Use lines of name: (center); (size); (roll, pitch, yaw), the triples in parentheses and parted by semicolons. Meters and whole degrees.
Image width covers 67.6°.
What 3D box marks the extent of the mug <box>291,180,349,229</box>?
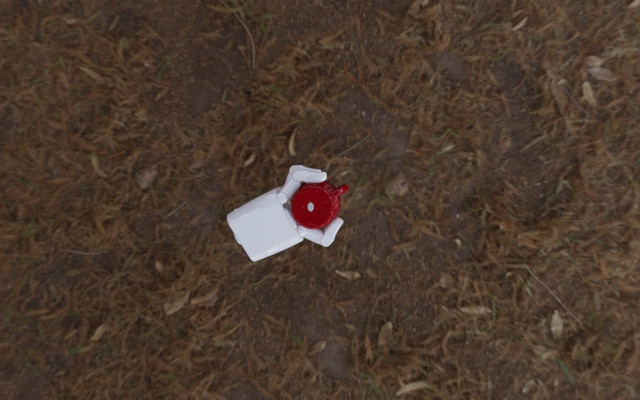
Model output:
mug: (0.001, 0.002, 0.886); (0.117, 0.093, 0.081); (-27, 3, 8)
